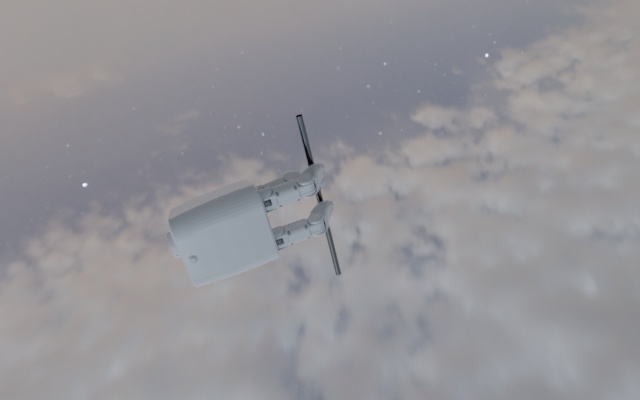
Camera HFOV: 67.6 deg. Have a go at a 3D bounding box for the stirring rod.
[{"bbox_3d":[0.000,0.002,0.622,0.011,0.240,0.011,-11,29,6],"label":"stirring rod"}]
